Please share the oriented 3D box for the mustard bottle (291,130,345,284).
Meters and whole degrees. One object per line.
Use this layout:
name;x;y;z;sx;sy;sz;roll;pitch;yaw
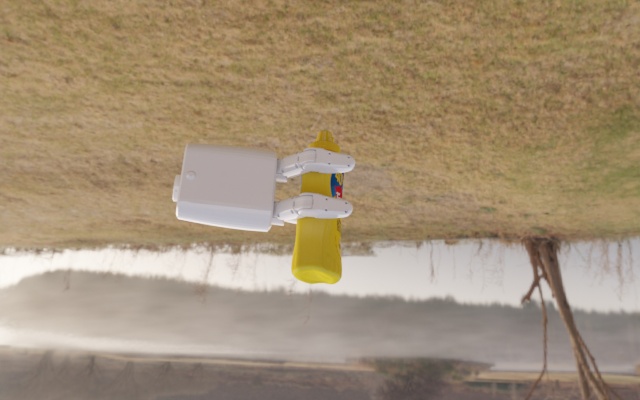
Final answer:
mustard bottle;0.000;0.002;0.590;0.058;0.191;0.096;-1;-20;11
